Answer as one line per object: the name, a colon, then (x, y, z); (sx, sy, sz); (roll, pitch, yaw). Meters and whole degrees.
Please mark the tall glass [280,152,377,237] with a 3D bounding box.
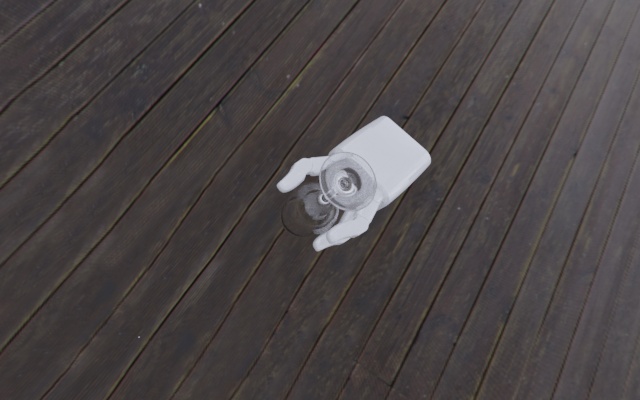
tall glass: (0.000, 0.002, 0.657); (0.079, 0.079, 0.201); (0, -15, -21)
